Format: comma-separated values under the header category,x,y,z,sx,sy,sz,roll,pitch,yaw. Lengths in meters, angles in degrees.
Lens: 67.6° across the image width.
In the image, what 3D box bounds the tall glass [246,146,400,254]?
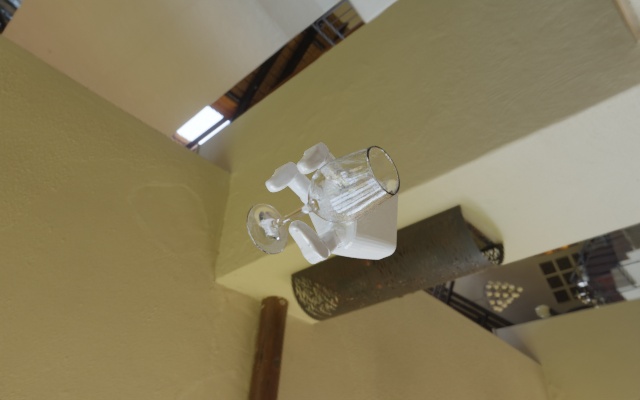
category,x,y,z,sx,sy,sz,roll,pitch,yaw
tall glass,-0.001,0.002,0.600,0.201,0.079,0.079,-27,-16,35
